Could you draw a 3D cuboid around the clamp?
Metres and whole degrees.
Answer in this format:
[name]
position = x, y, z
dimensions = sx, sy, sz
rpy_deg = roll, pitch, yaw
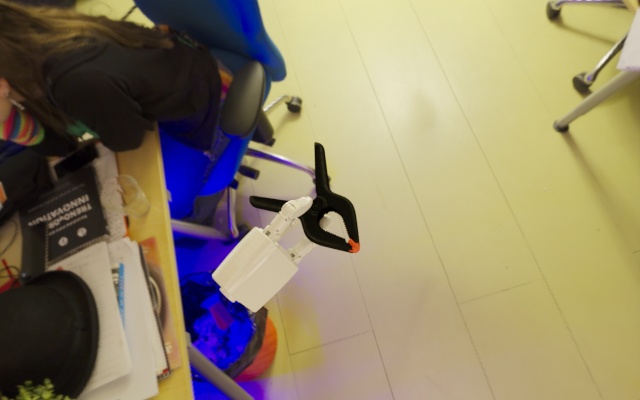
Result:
[clamp]
position = 0.000, 0.003, 0.814
dimensions = 0.210, 0.164, 0.036
rpy_deg = 39, -9, 23
